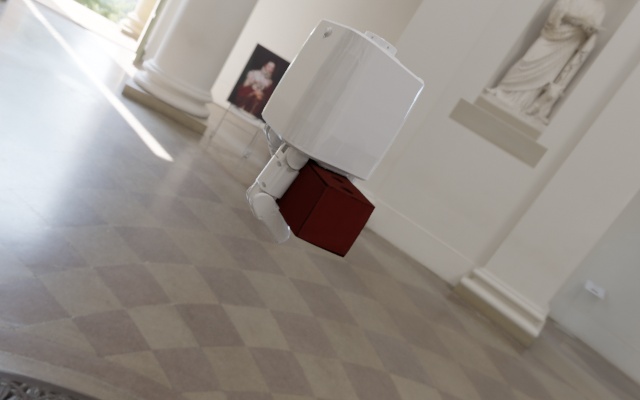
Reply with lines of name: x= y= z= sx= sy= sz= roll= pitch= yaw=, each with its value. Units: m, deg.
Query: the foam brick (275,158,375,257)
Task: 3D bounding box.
foam brick: x=0.000 y=0.002 z=0.412 sx=0.053 sy=0.051 sz=0.078 roll=26 pitch=14 yaw=-31
